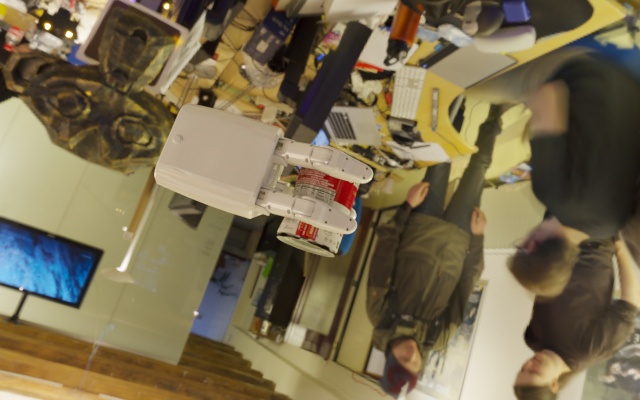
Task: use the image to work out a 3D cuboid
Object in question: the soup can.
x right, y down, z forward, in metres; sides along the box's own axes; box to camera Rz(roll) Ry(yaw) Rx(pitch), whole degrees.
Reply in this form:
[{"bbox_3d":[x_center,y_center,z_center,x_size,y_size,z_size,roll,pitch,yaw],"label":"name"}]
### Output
[{"bbox_3d":[0.000,0.002,0.510,0.068,0.102,0.068,18,-13,4],"label":"soup can"}]
